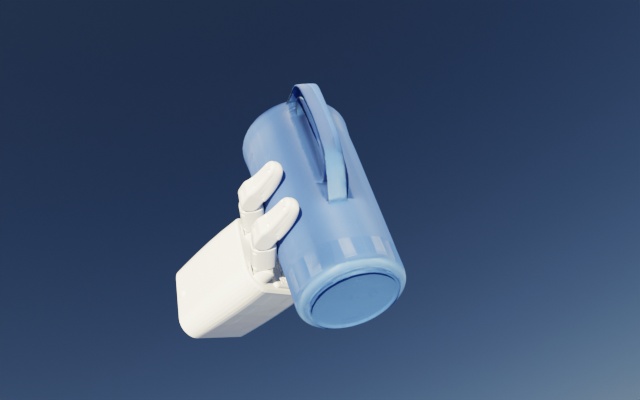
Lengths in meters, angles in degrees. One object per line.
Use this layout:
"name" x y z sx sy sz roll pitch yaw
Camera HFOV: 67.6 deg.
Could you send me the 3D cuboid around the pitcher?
"pitcher" 0.000 0.002 0.511 0.145 0.242 0.149 -38 -45 17
